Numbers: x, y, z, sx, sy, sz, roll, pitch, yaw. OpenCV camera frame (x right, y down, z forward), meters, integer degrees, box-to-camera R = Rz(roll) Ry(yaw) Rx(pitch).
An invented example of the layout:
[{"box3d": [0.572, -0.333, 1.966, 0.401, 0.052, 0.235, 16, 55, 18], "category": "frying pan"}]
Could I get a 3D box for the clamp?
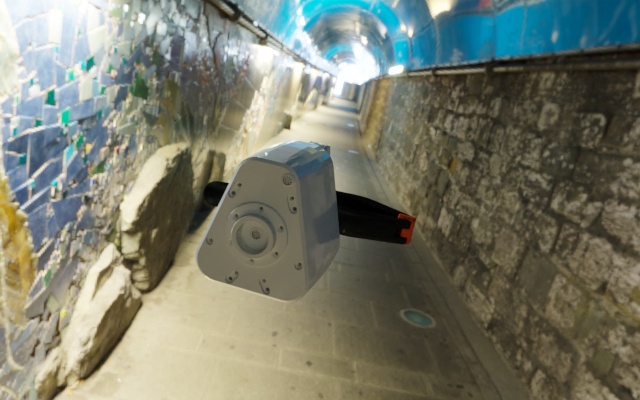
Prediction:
[{"box3d": [0.001, 0.001, 0.529, 0.210, 0.036, 0.164, 14, 16, 10], "category": "clamp"}]
